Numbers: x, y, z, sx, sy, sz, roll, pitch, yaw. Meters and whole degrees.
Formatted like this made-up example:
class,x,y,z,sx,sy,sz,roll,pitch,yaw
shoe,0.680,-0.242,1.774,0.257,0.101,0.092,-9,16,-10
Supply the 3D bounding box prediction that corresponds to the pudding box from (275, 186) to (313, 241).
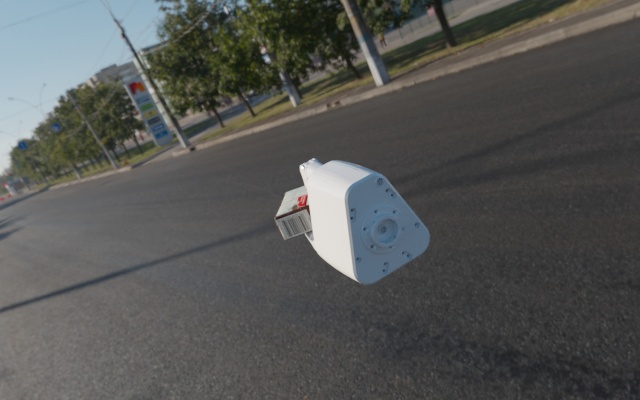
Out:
class,x,y,z,sx,sy,sz,roll,pitch,yaw
pudding box,0.000,0.002,0.647,0.113,0.039,0.090,-19,19,13
